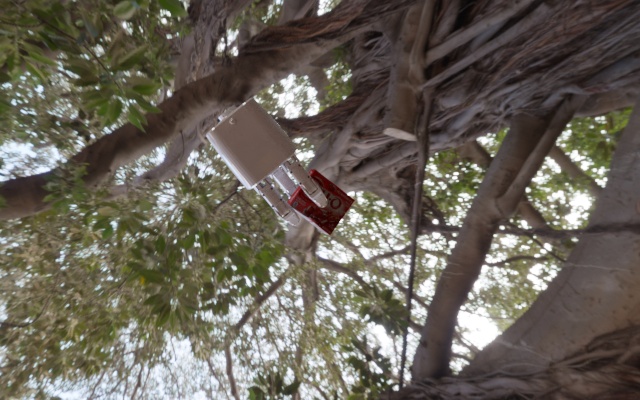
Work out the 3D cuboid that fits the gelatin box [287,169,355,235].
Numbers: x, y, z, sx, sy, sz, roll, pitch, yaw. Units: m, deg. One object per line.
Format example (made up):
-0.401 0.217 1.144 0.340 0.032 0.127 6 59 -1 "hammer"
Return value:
0.000 0.003 0.787 0.089 0.073 0.030 38 -9 -15 "gelatin box"
